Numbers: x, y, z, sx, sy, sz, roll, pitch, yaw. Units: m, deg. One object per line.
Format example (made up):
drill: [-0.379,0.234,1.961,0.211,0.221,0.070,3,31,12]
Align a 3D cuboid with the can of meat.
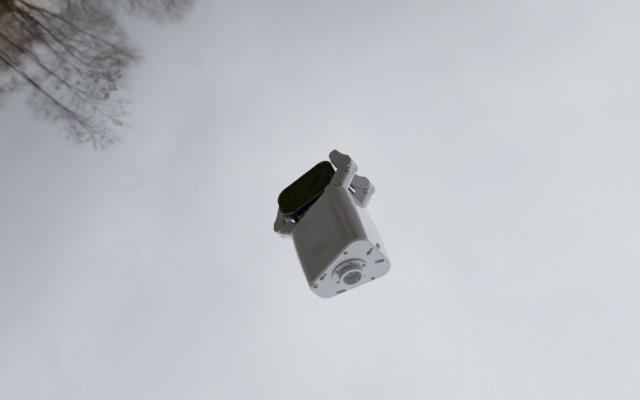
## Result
can of meat: [0.000,0.003,0.734,0.084,0.102,0.057,45,12,-39]
